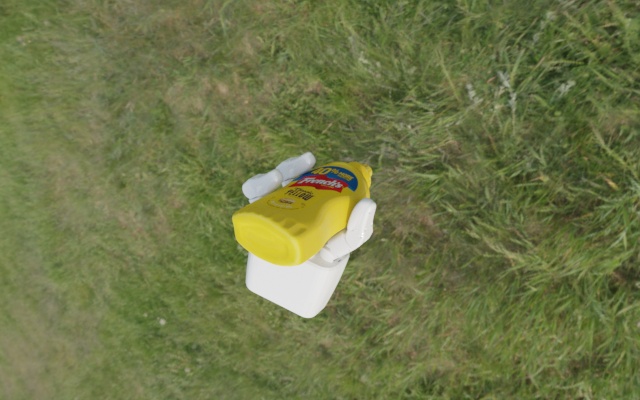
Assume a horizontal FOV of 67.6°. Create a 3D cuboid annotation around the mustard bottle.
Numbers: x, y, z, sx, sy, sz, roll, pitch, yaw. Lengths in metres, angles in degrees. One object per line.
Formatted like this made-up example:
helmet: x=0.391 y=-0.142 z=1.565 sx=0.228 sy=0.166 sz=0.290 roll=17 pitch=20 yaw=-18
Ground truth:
mustard bottle: x=0.000 y=0.002 z=0.542 sx=0.096 sy=0.058 sz=0.191 roll=15 pitch=33 yaw=36
